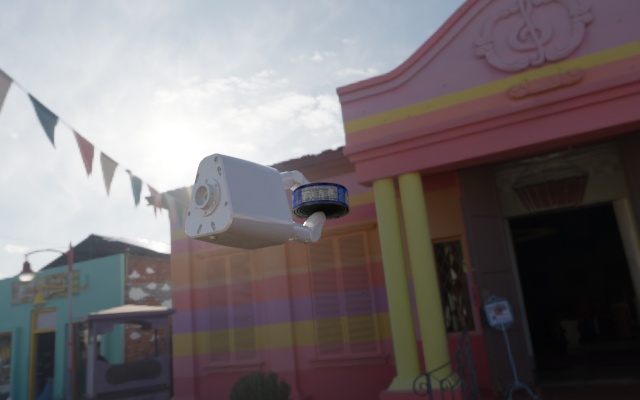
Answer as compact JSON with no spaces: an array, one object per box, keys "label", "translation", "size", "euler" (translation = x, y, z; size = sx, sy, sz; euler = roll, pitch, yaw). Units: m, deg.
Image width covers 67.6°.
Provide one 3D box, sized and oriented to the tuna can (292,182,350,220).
[{"label":"tuna can","translation":[0.000,0.002,0.717],"size":[0.086,0.033,0.086],"euler":[-2,-19,-1]}]
